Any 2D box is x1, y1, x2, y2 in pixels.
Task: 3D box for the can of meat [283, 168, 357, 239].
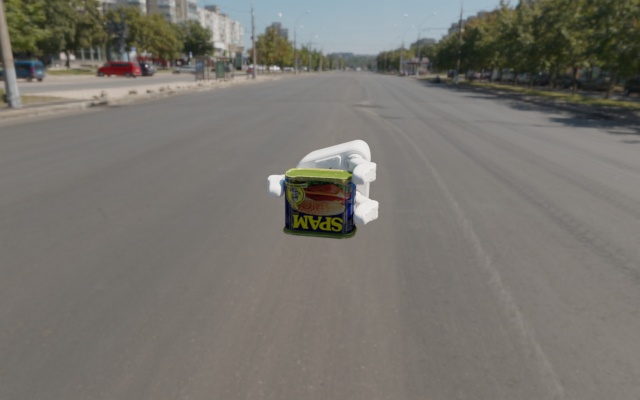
[{"bbox_3d":[0.000,0.002,0.657,0.102,0.084,0.057,4,16,11],"label":"can of meat"}]
